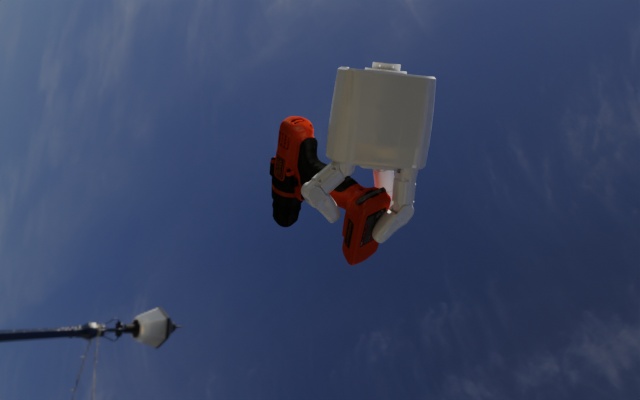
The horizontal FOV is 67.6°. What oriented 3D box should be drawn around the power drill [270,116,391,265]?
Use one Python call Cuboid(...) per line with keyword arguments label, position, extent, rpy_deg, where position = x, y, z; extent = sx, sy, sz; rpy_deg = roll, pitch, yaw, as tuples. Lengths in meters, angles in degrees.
Cuboid(label="power drill", position=(0.000, 0.002, 0.649), extent=(0.057, 0.185, 0.187), rpy_deg=(-27, 51, -35))
